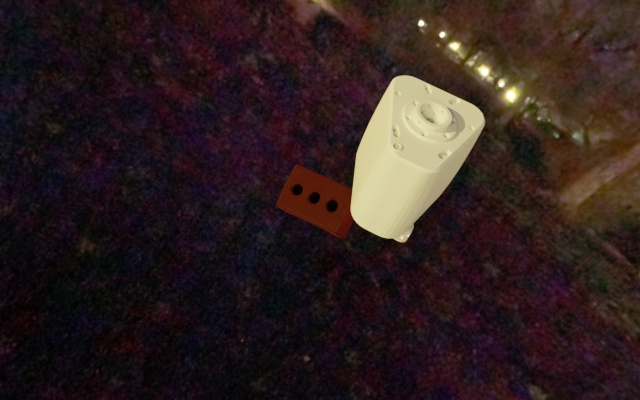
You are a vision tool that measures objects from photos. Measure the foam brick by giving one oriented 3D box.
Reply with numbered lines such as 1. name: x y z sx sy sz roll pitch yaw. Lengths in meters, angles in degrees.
1. foam brick: 0.000 0.002 0.530 0.078 0.053 0.051 24 -4 18
